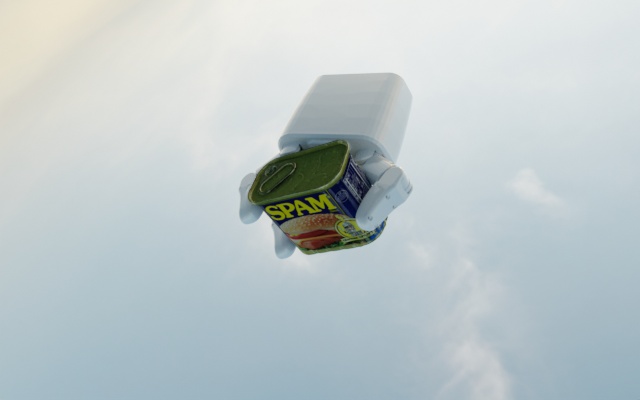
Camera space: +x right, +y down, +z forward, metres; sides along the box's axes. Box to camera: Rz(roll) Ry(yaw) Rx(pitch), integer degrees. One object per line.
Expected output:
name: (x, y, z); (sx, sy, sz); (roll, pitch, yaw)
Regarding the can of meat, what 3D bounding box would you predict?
can of meat: (0.000, 0.002, 0.435); (0.102, 0.057, 0.084); (-12, -48, 34)
